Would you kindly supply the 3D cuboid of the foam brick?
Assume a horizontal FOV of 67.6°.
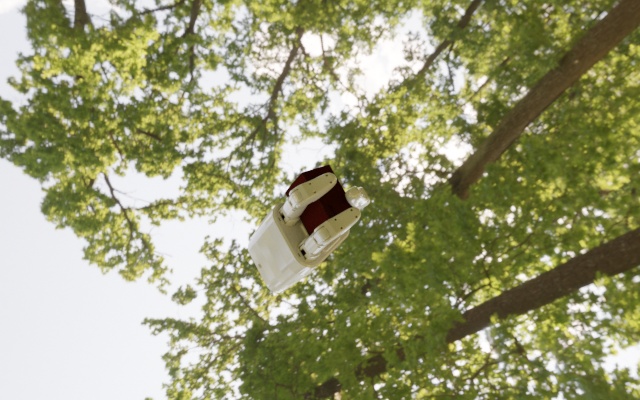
[{"bbox_3d":[0.000,0.002,0.629,0.053,0.078,0.051,-17,-20,-41],"label":"foam brick"}]
